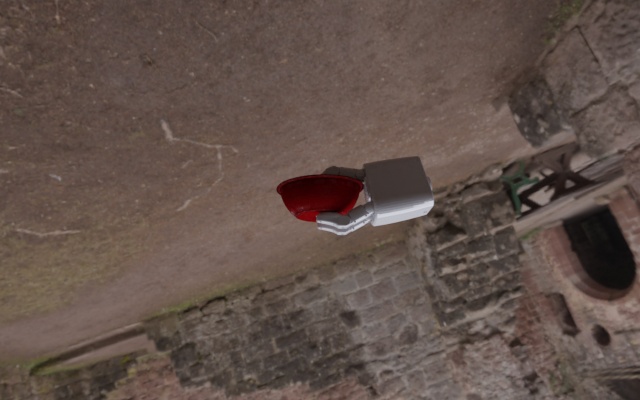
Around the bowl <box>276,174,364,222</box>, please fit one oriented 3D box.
[{"bbox_3d":[-0.001,0.003,0.871,0.162,0.055,0.162,-1,-16,0],"label":"bowl"}]
